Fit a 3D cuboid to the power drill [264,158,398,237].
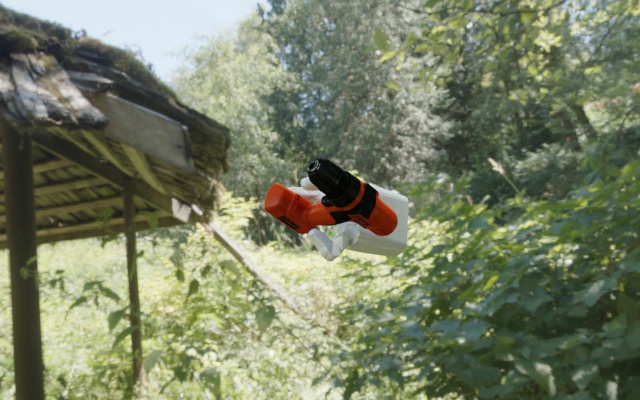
[{"bbox_3d":[0.000,0.003,0.734,0.187,0.057,0.184,-4,-33,46],"label":"power drill"}]
